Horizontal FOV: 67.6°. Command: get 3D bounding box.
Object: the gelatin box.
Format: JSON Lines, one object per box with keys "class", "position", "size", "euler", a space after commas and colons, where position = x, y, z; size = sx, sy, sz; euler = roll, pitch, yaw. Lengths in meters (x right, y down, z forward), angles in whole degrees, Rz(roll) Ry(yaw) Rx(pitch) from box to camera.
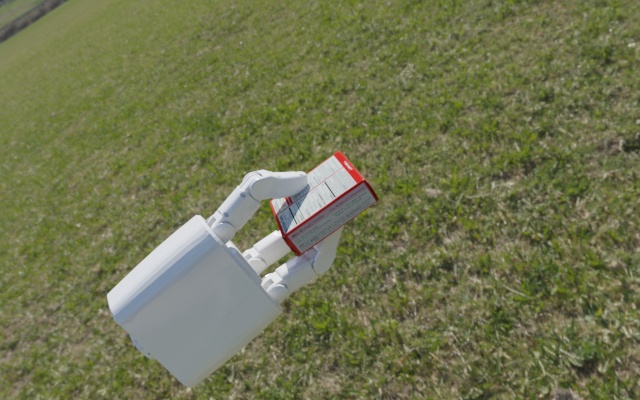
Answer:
{"class": "gelatin box", "position": [0.000, 0.001, 0.441], "size": [0.089, 0.030, 0.073], "euler": [-36, 30, 3]}
